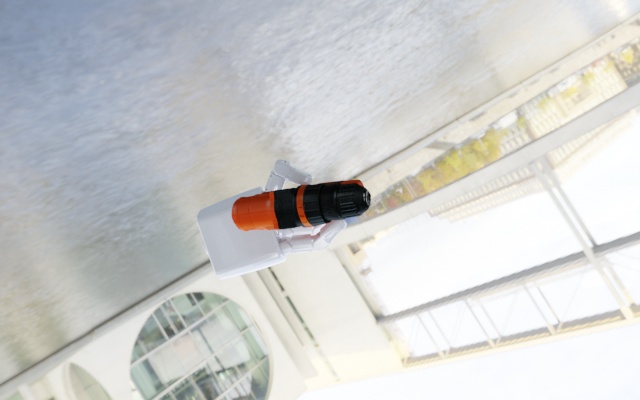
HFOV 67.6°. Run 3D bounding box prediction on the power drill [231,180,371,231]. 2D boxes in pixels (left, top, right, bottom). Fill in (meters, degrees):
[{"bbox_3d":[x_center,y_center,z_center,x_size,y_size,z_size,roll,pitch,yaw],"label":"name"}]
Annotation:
[{"bbox_3d":[0.000,0.002,0.649,0.184,0.057,0.187,-6,0,24],"label":"power drill"}]
